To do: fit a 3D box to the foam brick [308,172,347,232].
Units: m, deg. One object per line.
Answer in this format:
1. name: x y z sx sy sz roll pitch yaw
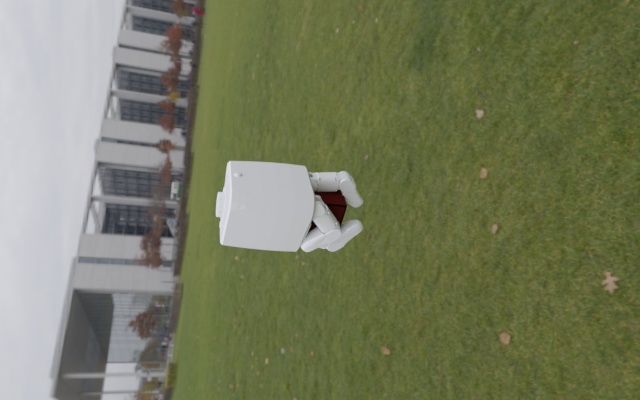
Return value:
1. foam brick: 0.000 0.002 0.680 0.051 0.053 0.078 4 35 -16
